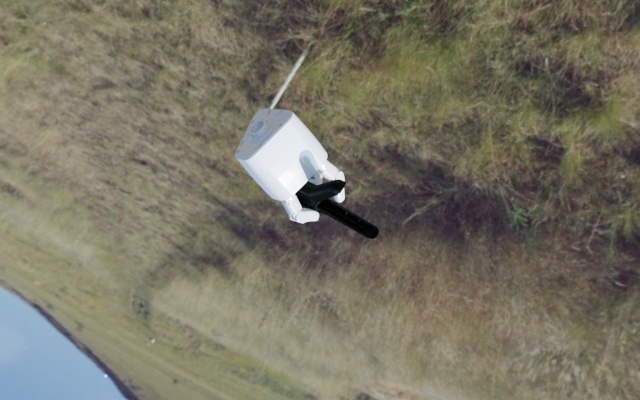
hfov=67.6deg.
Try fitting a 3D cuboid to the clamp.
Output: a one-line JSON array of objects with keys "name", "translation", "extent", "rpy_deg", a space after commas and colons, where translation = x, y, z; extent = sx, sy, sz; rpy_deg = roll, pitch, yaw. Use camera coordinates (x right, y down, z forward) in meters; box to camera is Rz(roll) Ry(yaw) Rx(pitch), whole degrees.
[{"name": "clamp", "translation": [-0.001, 0.003, 0.843], "extent": [0.210, 0.036, 0.165], "rpy_deg": [14, -25, 44]}]
